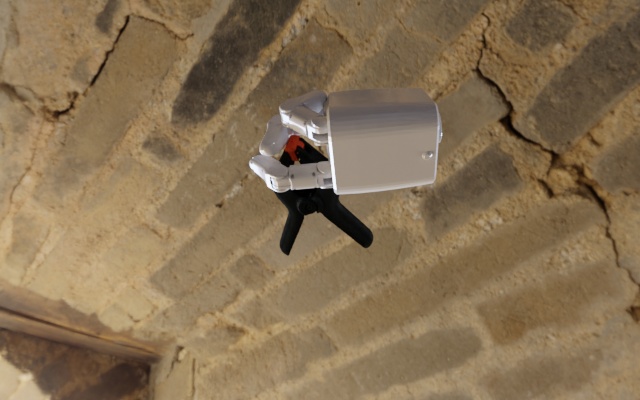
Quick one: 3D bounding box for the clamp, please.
[{"bbox_3d":[0.000,0.001,0.564,0.120,0.172,0.039,-4,41,4],"label":"clamp"}]
